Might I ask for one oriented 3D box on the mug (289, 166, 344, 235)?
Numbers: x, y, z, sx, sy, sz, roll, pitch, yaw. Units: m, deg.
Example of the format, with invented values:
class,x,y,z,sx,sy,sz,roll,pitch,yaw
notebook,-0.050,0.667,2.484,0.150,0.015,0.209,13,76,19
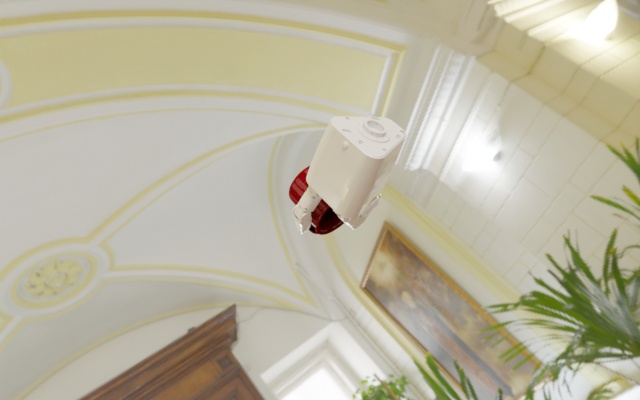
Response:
class,x,y,z,sx,sy,sz,roll,pitch,yaw
mug,0.000,0.003,0.769,0.093,0.117,0.081,-21,56,-40
